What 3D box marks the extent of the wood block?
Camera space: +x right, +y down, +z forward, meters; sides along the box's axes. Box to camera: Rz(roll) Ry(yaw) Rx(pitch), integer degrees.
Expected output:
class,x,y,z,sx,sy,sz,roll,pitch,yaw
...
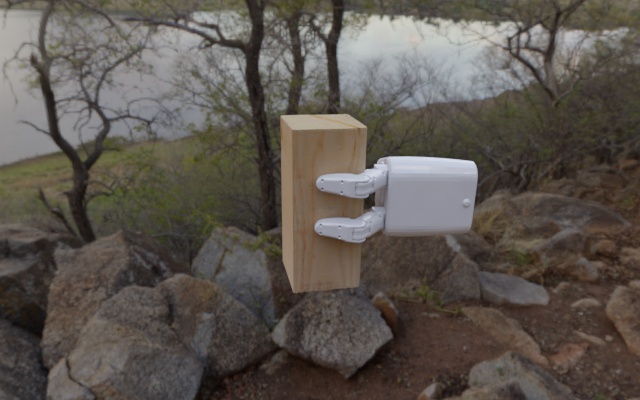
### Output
class,x,y,z,sx,sy,sz,roll,pitch,yaw
wood block,0.000,0.002,0.605,0.090,0.206,0.090,-3,21,-12
